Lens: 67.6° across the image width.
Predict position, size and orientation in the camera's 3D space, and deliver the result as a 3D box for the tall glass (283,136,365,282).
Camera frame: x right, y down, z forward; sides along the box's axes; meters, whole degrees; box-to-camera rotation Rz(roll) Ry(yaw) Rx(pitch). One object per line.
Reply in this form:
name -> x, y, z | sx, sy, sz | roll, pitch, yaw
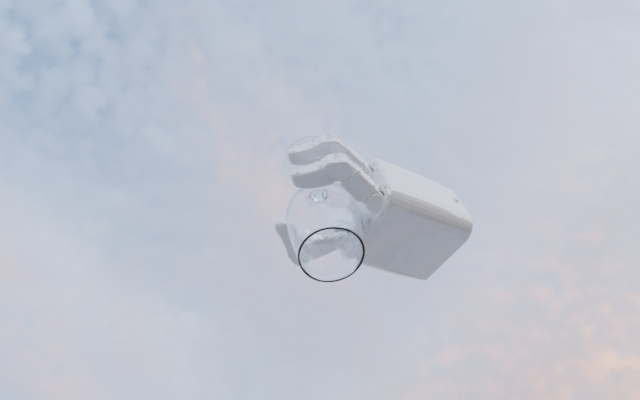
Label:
tall glass -> 0.000, 0.001, 0.518 | 0.079, 0.079, 0.201 | 0, 29, -6
